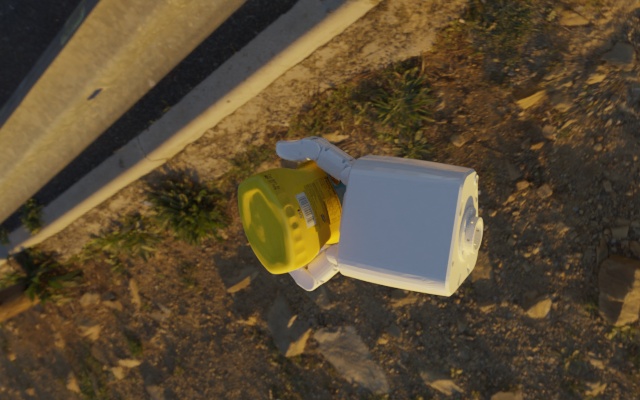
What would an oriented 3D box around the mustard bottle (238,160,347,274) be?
[{"bbox_3d":[0.000,0.002,0.511,0.058,0.096,0.191,-21,1,36],"label":"mustard bottle"}]
